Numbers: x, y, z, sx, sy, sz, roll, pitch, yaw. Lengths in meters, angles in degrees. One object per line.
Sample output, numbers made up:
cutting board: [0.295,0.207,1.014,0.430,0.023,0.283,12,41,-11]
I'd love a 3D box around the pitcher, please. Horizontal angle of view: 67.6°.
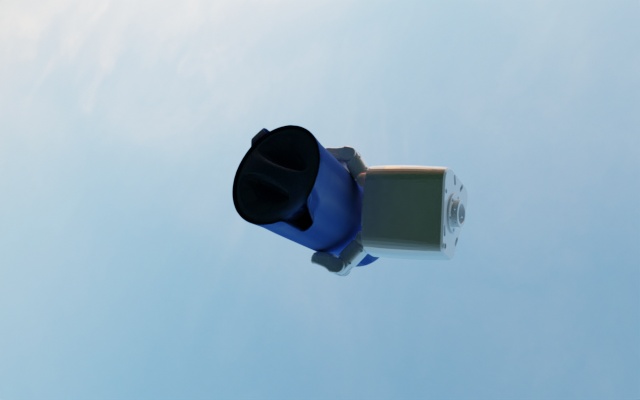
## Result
pitcher: [0.000,0.002,0.668,0.145,0.149,0.243,1,-21,35]
